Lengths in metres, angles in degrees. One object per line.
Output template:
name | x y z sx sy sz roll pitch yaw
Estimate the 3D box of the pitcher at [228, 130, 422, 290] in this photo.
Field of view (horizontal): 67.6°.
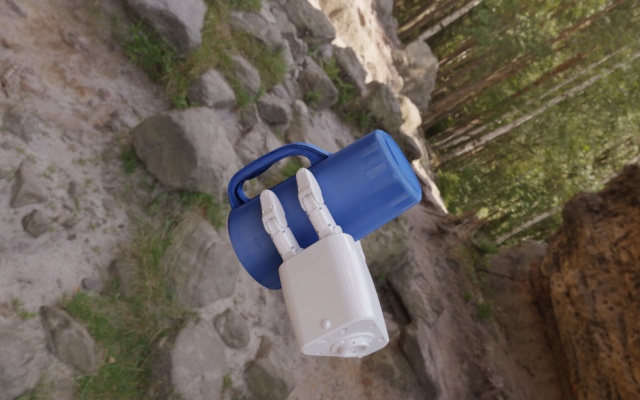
pitcher | 0.000 0.002 0.639 0.243 0.145 0.149 -31 -40 18
